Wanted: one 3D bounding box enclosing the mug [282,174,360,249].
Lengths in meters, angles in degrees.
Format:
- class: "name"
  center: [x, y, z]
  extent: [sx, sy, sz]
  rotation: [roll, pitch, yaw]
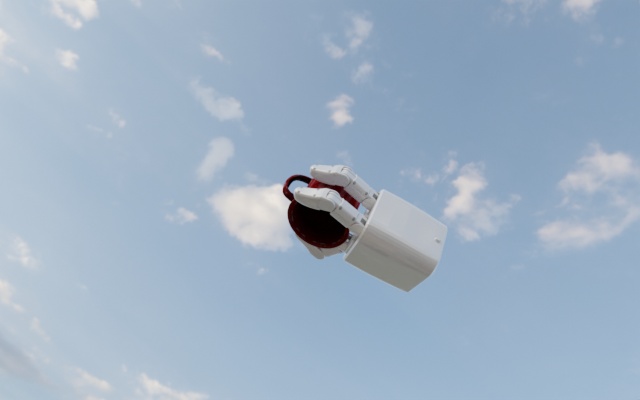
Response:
- class: "mug"
  center: [-0.001, 0.001, 0.690]
  extent: [0.117, 0.093, 0.081]
  rotation: [30, 42, 2]
